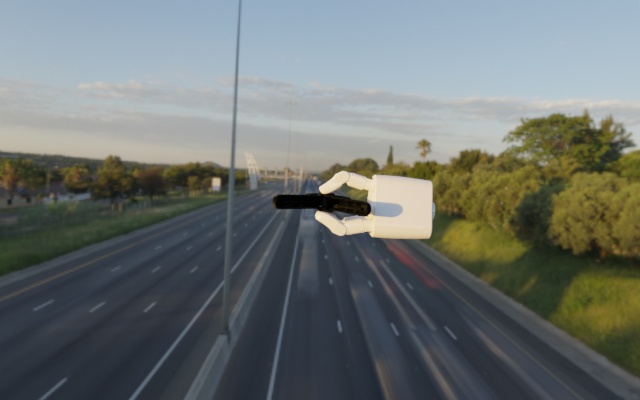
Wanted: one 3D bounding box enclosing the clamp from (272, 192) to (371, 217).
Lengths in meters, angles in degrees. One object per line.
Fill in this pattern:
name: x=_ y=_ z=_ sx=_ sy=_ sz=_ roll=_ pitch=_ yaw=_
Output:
clamp: x=0.000 y=0.002 z=0.879 sx=0.164 sy=0.036 sz=0.210 roll=5 pitch=3 yaw=-1
